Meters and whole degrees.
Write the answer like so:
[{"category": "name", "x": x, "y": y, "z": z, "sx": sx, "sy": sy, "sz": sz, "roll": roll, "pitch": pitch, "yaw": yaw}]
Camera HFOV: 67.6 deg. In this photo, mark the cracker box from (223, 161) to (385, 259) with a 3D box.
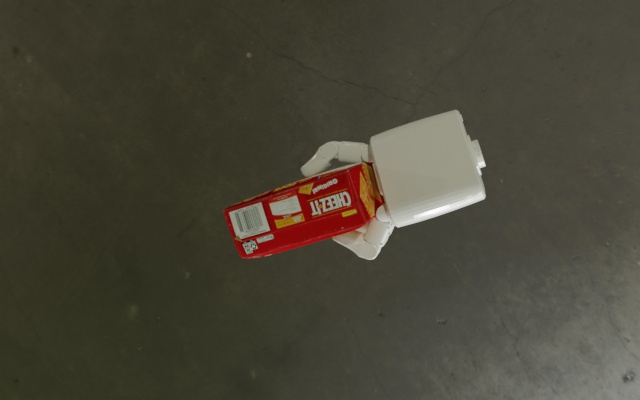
[{"category": "cracker box", "x": 0.000, "y": 0.002, "z": 0.627, "sx": 0.164, "sy": 0.072, "sz": 0.213, "roll": -17, "pitch": 4, "yaw": 20}]
